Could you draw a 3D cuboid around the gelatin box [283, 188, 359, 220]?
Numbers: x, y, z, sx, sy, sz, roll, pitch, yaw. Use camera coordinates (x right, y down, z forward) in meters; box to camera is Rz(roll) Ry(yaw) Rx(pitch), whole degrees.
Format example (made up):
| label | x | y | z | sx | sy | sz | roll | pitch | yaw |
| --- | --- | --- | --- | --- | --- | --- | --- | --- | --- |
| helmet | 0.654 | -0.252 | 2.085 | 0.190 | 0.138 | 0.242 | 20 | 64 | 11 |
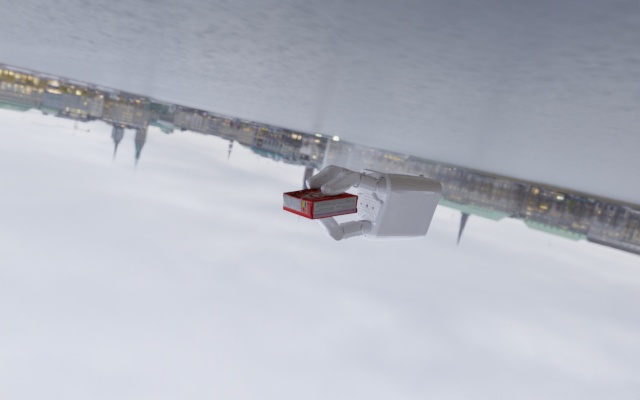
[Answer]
| label | x | y | z | sx | sy | sz | roll | pitch | yaw |
| --- | --- | --- | --- | --- | --- | --- | --- | --- | --- |
| gelatin box | 0.000 | 0.003 | 0.708 | 0.089 | 0.030 | 0.073 | -8 | 16 | -37 |
